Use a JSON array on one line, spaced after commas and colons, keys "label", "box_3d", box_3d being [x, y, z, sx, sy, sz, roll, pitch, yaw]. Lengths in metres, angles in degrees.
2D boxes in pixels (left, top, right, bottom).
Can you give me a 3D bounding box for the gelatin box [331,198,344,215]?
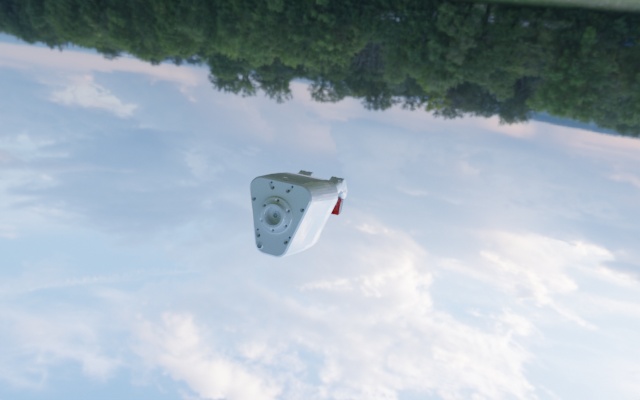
[{"label": "gelatin box", "box_3d": [0.000, 0.003, 0.817, 0.073, 0.030, 0.089, 11, 2, 5]}]
